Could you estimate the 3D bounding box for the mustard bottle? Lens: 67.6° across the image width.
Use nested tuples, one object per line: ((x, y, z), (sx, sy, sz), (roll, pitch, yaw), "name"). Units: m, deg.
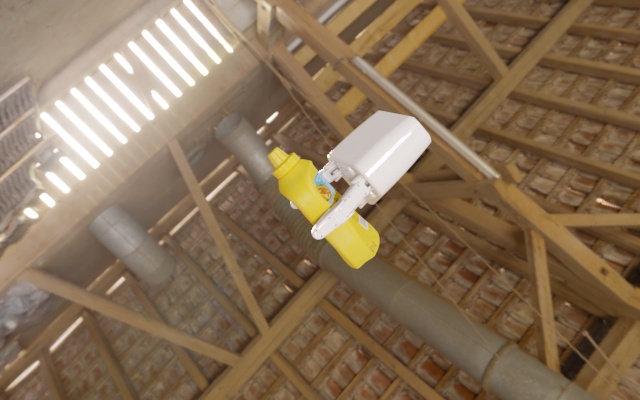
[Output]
((0.000, 0.003, 0.657), (0.058, 0.192, 0.096), (-39, 13, 16), "mustard bottle")
